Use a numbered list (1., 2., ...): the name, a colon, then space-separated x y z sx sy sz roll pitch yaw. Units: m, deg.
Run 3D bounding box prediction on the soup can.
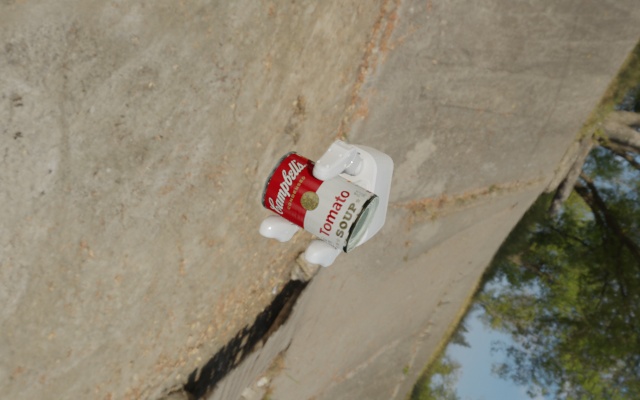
1. soup can: 0.000 0.002 0.490 0.102 0.068 0.068 29 9 16
